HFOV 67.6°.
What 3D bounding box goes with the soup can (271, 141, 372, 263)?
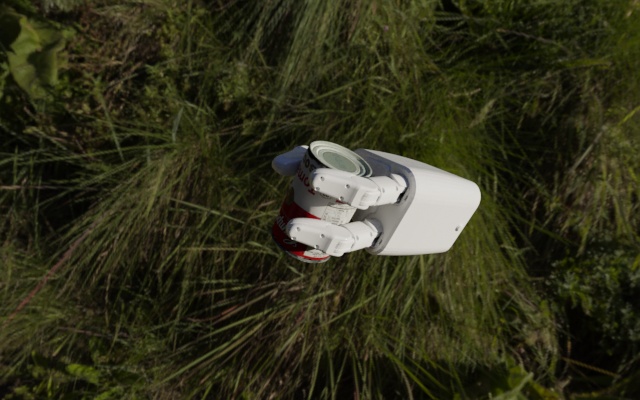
[{"bbox_3d":[0.000,0.001,0.470,0.068,0.102,0.068,20,27,-11],"label":"soup can"}]
